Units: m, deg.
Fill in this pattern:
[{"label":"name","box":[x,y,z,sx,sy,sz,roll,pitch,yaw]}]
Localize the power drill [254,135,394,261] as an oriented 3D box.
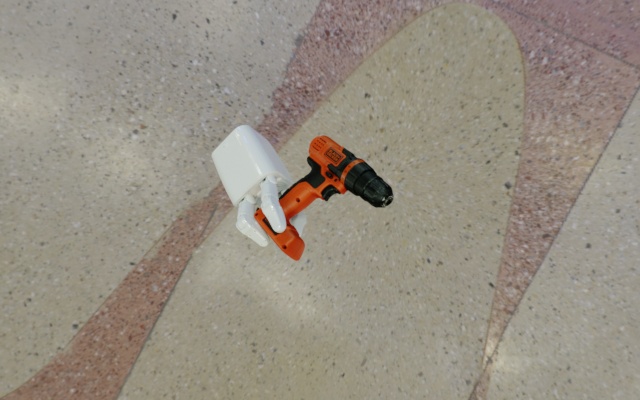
[{"label":"power drill","box":[0.000,0.003,0.749,0.184,0.187,0.057,43,-3,40]}]
